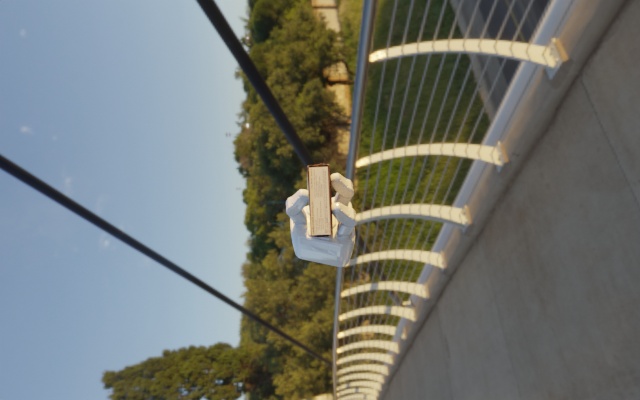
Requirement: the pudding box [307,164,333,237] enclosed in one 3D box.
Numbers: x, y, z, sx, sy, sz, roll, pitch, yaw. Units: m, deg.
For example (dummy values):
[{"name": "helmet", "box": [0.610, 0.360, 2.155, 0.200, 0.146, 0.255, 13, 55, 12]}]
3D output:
[{"name": "pudding box", "box": [0.000, 0.003, 0.769, 0.039, 0.113, 0.090, -4, -3, 0]}]
